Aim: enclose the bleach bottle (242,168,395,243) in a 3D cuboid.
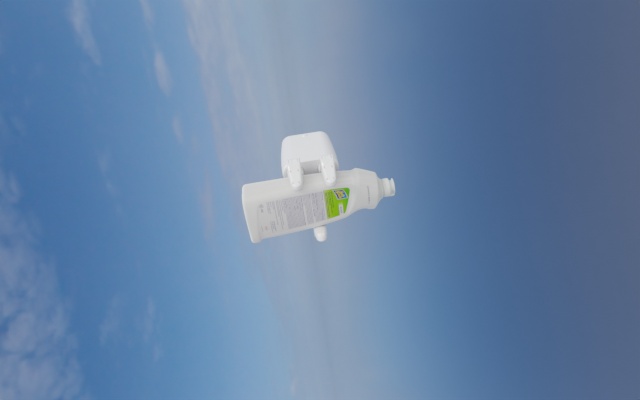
[{"bbox_3d":[0.000,0.003,0.808,0.251,0.103,0.068,-9,36,-2],"label":"bleach bottle"}]
